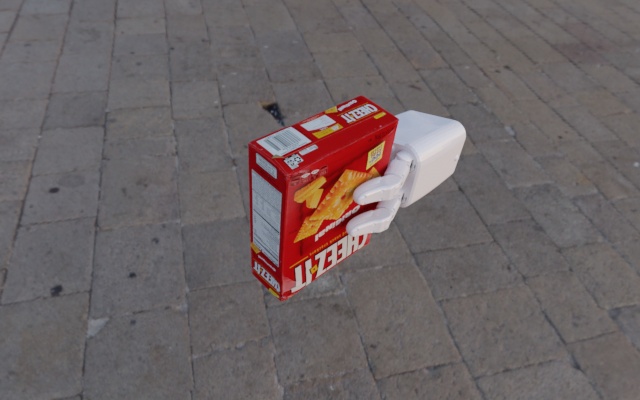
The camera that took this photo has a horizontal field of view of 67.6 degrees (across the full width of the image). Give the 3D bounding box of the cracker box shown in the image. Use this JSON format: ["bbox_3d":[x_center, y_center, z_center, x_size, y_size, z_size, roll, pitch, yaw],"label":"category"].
[{"bbox_3d":[0.000,0.002,0.574,0.164,0.214,0.072,-29,54,-31],"label":"cracker box"}]
